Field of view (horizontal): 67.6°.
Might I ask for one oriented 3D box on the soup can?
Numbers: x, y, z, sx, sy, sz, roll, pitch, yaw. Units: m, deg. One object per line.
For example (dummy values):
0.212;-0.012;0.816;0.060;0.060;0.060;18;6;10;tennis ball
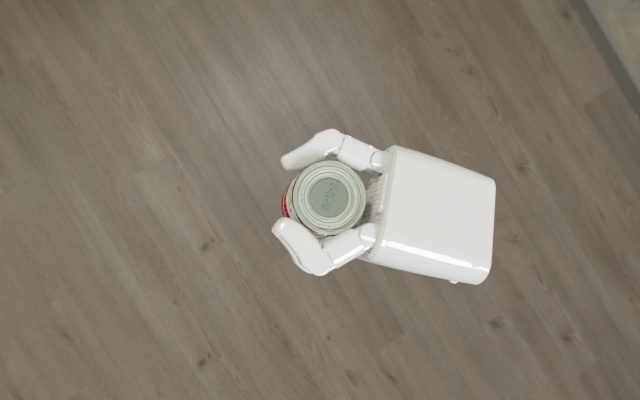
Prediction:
0.000;0.001;0.459;0.068;0.068;0.102;0;-4;-9;soup can
